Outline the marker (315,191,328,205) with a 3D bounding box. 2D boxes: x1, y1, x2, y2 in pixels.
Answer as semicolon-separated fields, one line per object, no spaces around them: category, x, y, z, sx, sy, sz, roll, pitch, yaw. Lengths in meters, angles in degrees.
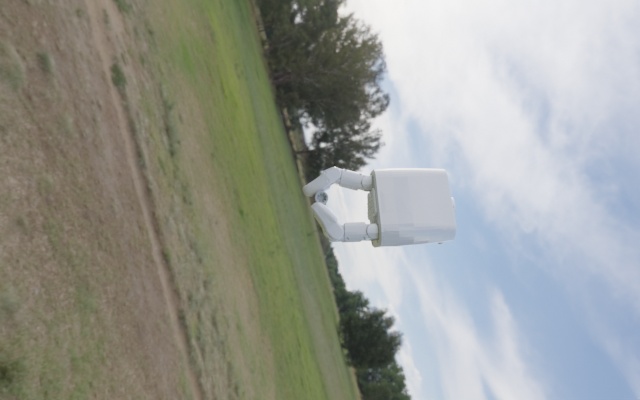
marker;0.000;0.002;0.712;0.020;0.020;0.121;0;-6;-2
